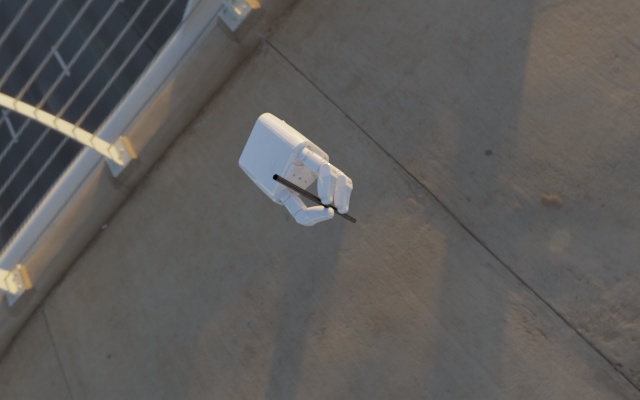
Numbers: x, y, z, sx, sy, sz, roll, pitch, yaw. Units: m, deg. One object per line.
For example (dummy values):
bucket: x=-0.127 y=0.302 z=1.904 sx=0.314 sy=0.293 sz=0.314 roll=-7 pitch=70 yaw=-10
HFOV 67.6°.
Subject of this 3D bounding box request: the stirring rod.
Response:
stirring rod: x=0.000 y=0.002 z=0.695 sx=0.011 sy=0.011 sz=0.239 roll=0 pitch=-15 yaw=29
